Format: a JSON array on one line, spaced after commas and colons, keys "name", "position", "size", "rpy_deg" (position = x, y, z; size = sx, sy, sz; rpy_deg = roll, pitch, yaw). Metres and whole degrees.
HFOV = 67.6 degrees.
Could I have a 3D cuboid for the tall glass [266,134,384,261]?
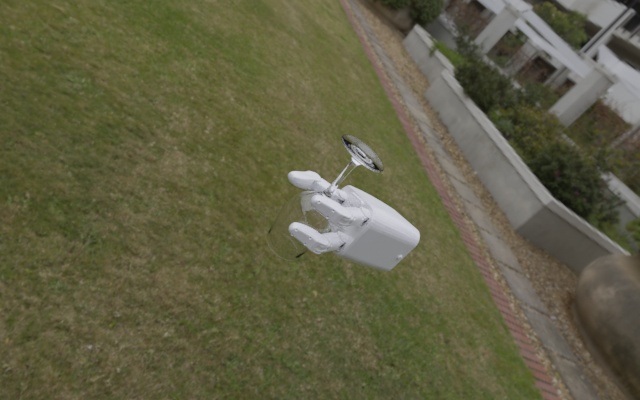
[{"name": "tall glass", "position": [0.000, 0.002, 0.698], "size": [0.201, 0.079, 0.079], "rpy_deg": [-49, -26, 25]}]
